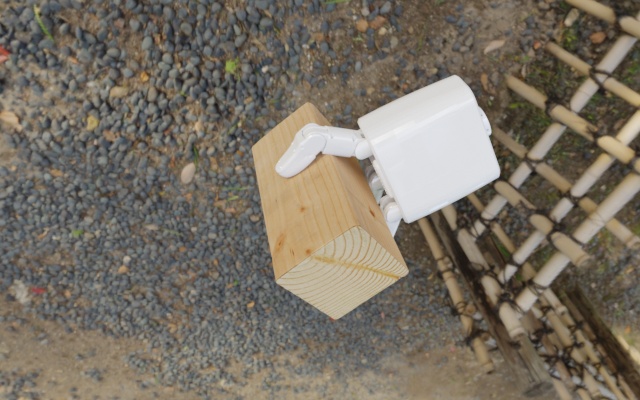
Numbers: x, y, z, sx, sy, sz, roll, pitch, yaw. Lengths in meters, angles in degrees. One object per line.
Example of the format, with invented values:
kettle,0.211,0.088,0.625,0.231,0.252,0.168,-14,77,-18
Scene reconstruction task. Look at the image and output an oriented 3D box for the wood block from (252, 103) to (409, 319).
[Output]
wood block,0.000,0.001,0.494,0.090,0.206,0.091,-36,-51,15
